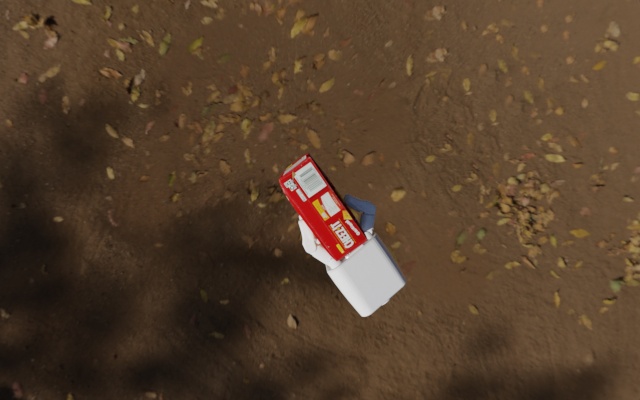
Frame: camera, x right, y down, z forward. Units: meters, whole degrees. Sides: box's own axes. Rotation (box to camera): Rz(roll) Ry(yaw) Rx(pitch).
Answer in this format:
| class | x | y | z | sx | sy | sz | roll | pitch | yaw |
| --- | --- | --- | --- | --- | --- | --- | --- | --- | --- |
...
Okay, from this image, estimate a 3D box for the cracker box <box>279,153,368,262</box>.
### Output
| class | x | y | z | sx | sy | sz | roll | pitch | yaw |
| --- | --- | --- | --- | --- | --- | --- | --- | --- | --- |
| cracker box | 0.000 | 0.003 | 0.849 | 0.072 | 0.164 | 0.213 | -35 | 7 | 2 |
